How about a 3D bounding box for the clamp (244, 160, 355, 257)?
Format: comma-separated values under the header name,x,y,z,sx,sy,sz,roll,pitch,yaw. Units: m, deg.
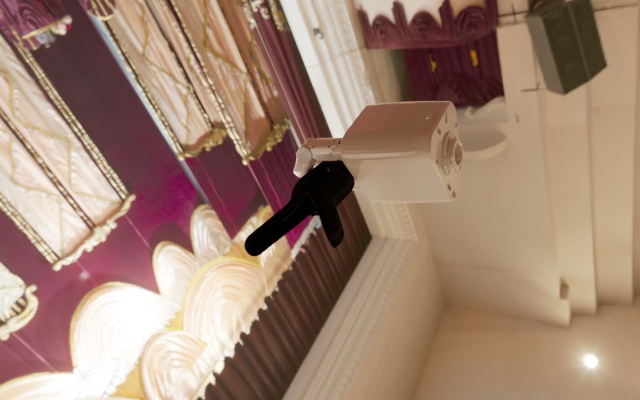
name,x,y,z,sx,sy,sz,roll,pitch,yaw
clamp,0.000,0.002,0.542,0.120,0.039,0.171,2,41,35
